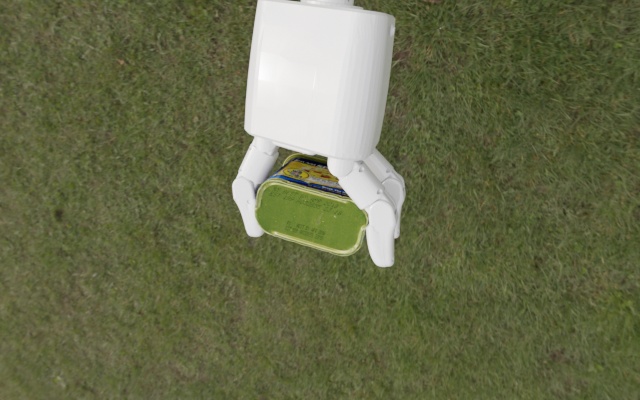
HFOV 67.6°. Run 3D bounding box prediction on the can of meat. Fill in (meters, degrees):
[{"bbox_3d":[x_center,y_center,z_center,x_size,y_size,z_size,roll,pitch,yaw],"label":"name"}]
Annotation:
[{"bbox_3d":[0.000,0.002,0.431,0.102,0.057,0.084,15,21,8],"label":"can of meat"}]
